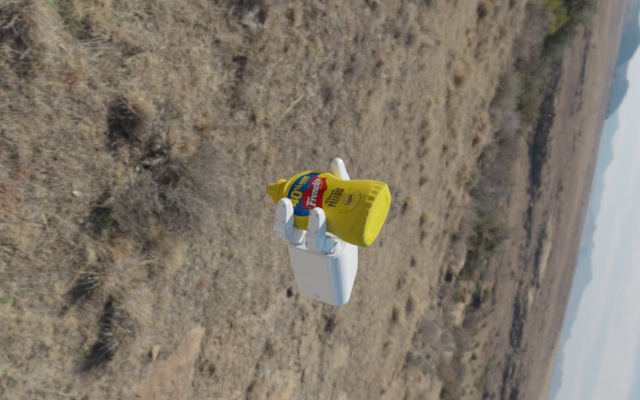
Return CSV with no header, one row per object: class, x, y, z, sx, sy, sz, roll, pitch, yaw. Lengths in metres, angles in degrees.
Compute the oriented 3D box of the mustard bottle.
mustard bottle,0.000,0.002,0.708,0.191,0.096,0.058,13,-27,29
